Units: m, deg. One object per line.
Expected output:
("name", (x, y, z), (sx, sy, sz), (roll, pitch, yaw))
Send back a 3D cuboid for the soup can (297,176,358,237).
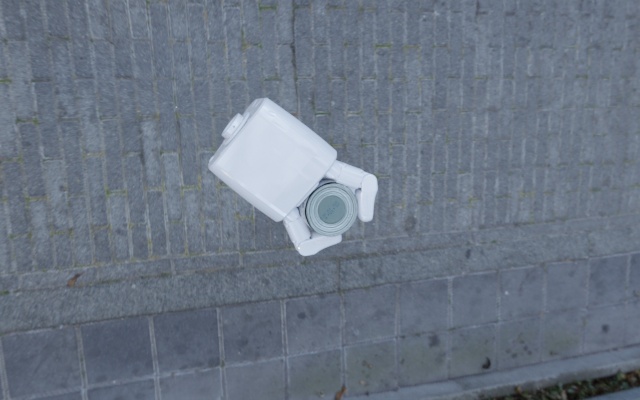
("soup can", (0.000, 0.002, 0.613), (0.068, 0.068, 0.102), (0, 11, -17))
